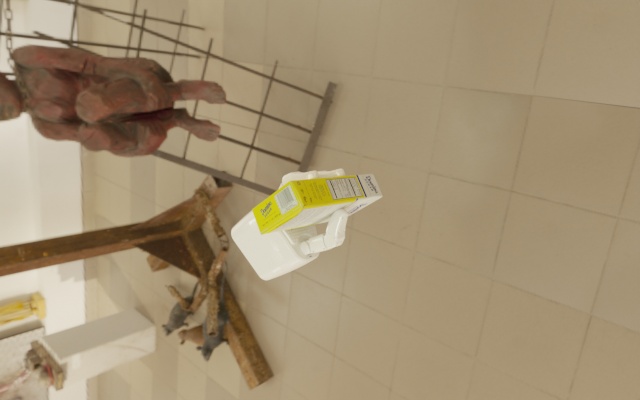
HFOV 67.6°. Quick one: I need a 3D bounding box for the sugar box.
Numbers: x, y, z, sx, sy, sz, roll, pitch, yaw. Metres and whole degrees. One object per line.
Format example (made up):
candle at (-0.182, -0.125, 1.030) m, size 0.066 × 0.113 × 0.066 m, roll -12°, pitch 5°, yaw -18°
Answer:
sugar box at (0.000, 0.002, 0.685) m, size 0.093 × 0.048 × 0.176 m, roll -32°, pitch -14°, yaw 39°
